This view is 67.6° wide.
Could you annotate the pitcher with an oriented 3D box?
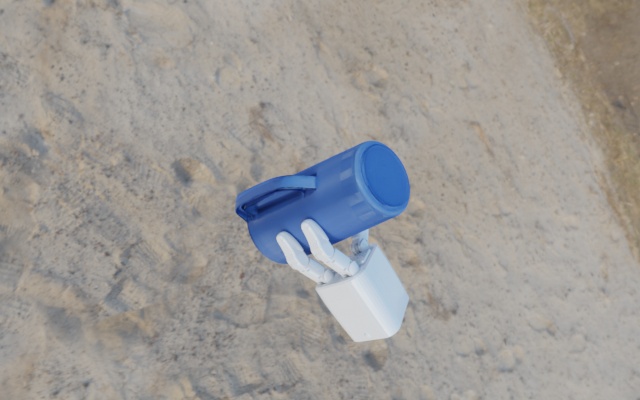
[{"bbox_3d":[0.000,0.002,0.701,0.243,0.145,0.149,-25,9,44],"label":"pitcher"}]
